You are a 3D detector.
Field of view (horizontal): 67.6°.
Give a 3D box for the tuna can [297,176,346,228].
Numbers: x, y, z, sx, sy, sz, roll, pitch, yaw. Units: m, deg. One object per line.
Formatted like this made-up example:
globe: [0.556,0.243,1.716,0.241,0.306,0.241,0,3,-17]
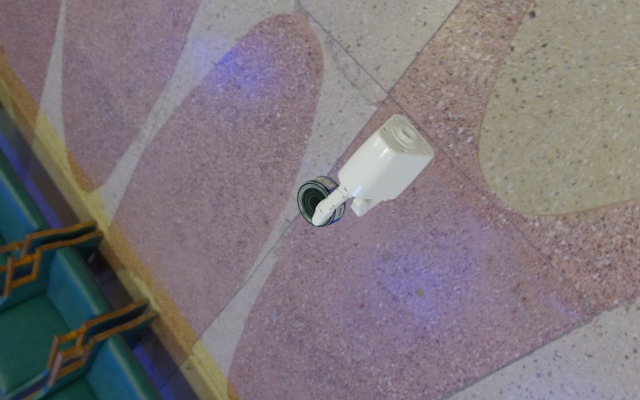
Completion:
tuna can: [0.000,0.003,0.822,0.086,0.086,0.033,0,17,42]
